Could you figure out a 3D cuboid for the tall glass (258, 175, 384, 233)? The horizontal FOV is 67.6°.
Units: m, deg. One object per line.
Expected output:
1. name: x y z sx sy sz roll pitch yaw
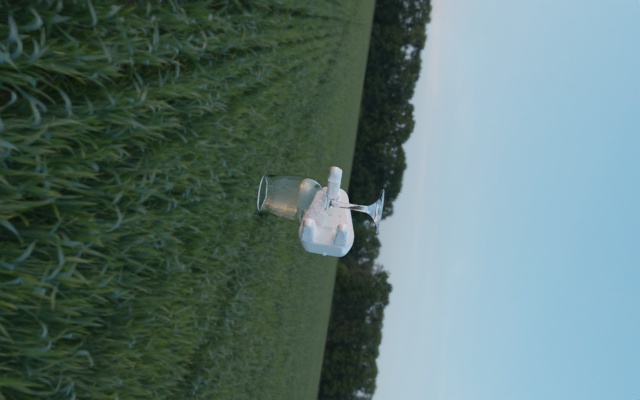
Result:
1. tall glass: 0.001 0.003 0.794 0.201 0.079 0.079 9 0 3
